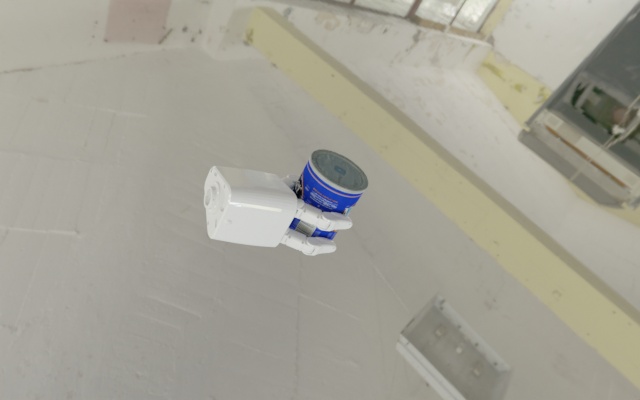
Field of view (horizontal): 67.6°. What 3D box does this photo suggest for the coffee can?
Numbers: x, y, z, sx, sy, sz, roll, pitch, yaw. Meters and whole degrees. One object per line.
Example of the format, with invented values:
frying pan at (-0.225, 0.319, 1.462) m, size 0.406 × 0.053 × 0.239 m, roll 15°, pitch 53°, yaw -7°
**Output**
coffee can at (0.000, 0.002, 0.783) m, size 0.103 × 0.140 × 0.102 m, roll 22°, pitch 32°, yaw -14°
